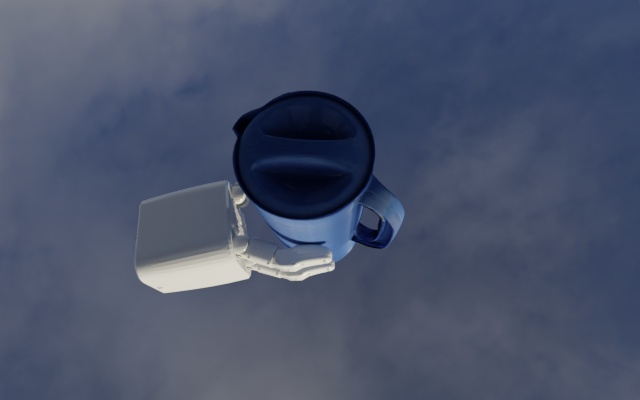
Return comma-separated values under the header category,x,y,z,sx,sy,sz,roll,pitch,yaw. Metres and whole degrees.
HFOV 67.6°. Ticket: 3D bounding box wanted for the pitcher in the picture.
category,x,y,z,sx,sy,sz,roll,pitch,yaw
pitcher,0.000,0.002,0.542,0.145,0.149,0.243,-14,-21,-1
